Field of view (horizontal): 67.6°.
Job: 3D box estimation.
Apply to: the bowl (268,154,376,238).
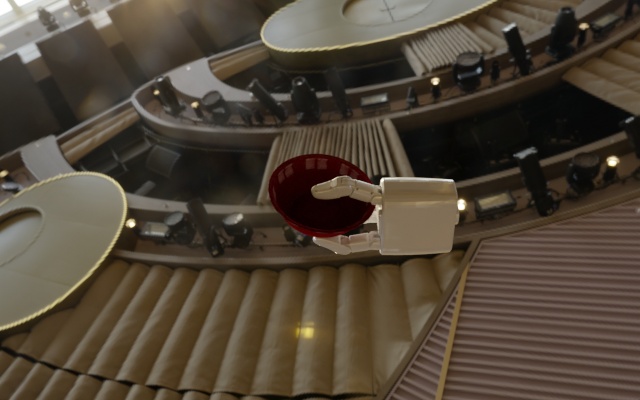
[{"bbox_3d":[-0.001,0.002,0.722,0.162,0.162,0.055,0,-42,-11],"label":"bowl"}]
